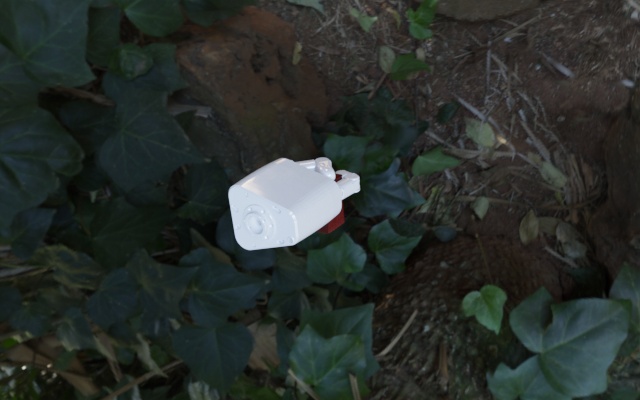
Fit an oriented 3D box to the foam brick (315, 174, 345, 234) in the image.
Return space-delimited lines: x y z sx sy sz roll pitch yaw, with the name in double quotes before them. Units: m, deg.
"foam brick" 0.000 0.003 0.702 0.053 0.078 0.051 8 26 30
